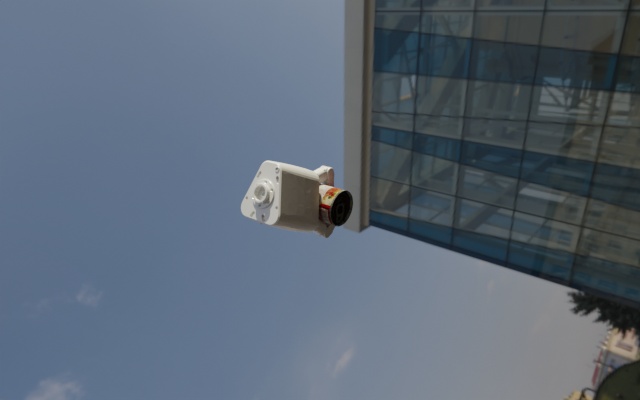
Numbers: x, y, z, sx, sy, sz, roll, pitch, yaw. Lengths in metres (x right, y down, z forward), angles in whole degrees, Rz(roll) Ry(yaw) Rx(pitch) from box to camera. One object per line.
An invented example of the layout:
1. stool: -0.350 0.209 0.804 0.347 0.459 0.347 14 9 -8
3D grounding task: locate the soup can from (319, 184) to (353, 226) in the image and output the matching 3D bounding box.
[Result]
1. soup can: 0.000 0.003 0.894 0.102 0.068 0.068 17 10 36
